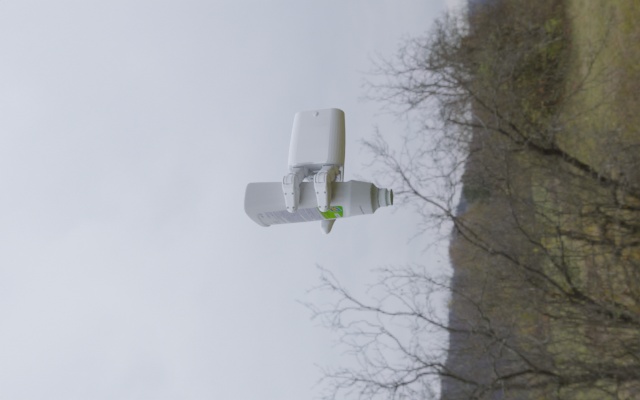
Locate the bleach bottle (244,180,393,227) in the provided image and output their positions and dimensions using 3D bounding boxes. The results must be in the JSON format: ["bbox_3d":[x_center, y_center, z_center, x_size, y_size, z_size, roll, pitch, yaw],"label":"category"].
[{"bbox_3d":[0.000,0.003,0.823,0.251,0.068,0.103,-2,-20,18],"label":"bleach bottle"}]
